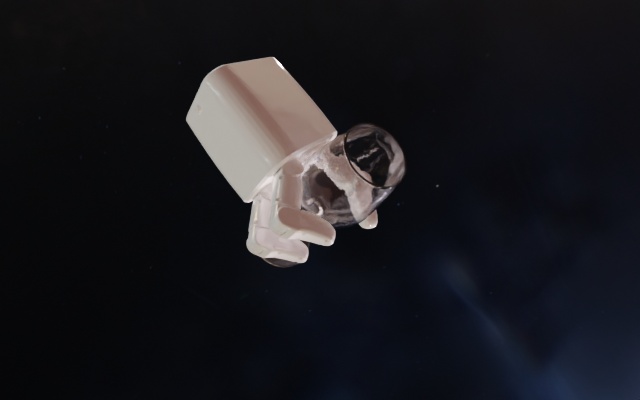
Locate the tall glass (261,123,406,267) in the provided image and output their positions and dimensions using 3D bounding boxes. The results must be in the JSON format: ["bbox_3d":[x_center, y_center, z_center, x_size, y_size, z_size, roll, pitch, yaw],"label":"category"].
[{"bbox_3d":[0.000,0.002,0.473,0.079,0.079,0.201,0,-23,-31],"label":"tall glass"}]
